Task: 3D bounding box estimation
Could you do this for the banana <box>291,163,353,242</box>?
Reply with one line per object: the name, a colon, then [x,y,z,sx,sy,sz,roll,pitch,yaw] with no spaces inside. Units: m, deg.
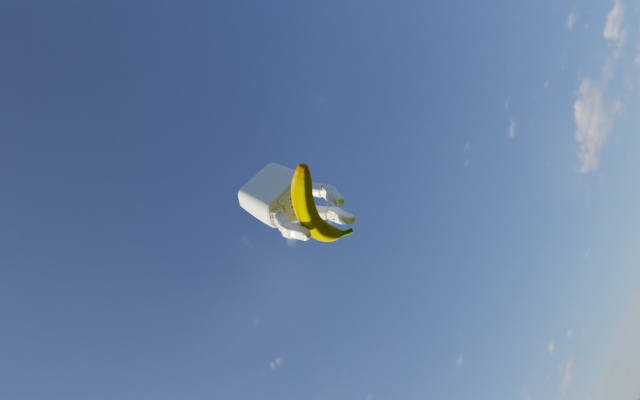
banana: [-0.011,0.018,0.837,0.037,0.069,0.198,30,-17,44]
